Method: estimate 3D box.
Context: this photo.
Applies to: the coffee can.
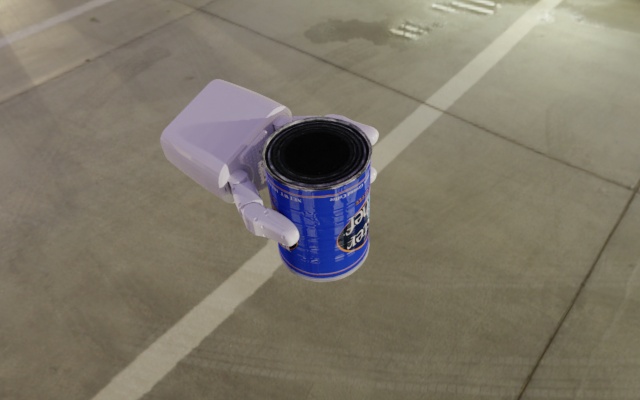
[{"bbox_3d":[0.000,0.002,0.488,0.103,0.102,0.140,0,-44,4],"label":"coffee can"}]
